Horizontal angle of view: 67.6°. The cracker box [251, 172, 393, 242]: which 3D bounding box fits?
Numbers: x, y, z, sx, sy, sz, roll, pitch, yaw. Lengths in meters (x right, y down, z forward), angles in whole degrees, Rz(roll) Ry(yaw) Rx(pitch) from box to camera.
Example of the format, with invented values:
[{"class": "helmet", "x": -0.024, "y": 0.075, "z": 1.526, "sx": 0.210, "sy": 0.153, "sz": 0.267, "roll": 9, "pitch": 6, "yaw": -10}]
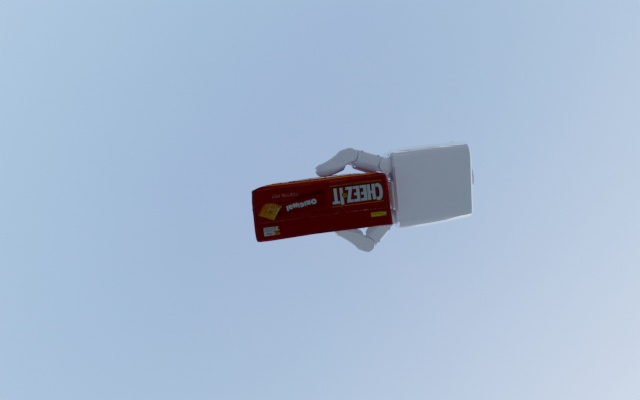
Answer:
[{"class": "cracker box", "x": 0.000, "y": 0.002, "z": 0.663, "sx": 0.164, "sy": 0.072, "sz": 0.213, "roll": -8, "pitch": 2, "yaw": 0}]
